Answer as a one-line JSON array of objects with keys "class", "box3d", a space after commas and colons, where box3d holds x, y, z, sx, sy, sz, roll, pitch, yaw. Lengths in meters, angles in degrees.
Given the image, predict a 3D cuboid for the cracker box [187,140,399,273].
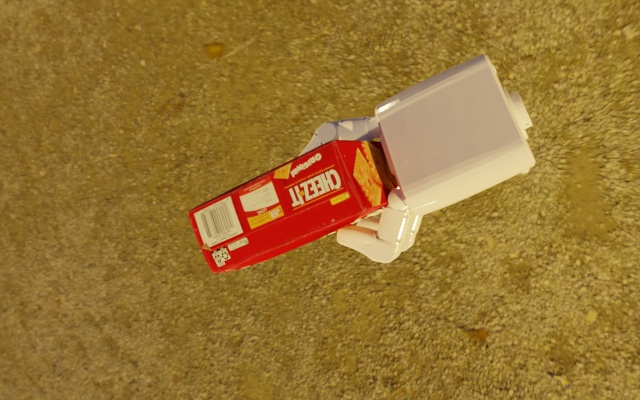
[{"class": "cracker box", "box3d": [0.000, 0.001, 0.493, 0.164, 0.072, 0.213, -24, -5, 25]}]
